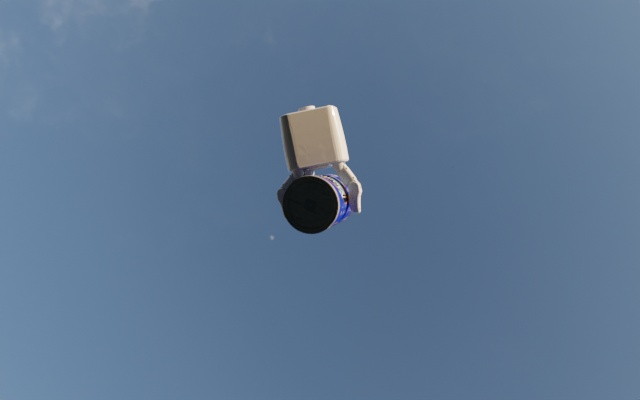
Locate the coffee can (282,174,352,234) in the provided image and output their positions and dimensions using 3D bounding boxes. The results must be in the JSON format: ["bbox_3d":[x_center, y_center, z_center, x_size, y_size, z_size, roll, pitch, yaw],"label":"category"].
[{"bbox_3d":[0.000,0.003,0.895,0.103,0.103,0.140,0,4,15],"label":"coffee can"}]
